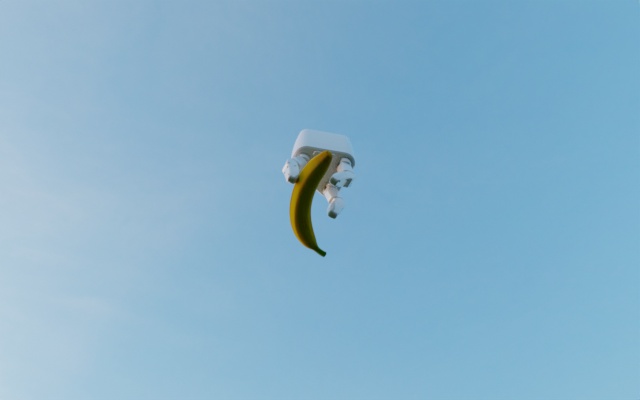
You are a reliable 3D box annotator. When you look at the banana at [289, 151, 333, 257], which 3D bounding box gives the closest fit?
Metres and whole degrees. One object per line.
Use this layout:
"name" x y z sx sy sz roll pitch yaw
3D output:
"banana" -0.019 0.005 0.815 0.069 0.198 0.037 4 27 2
